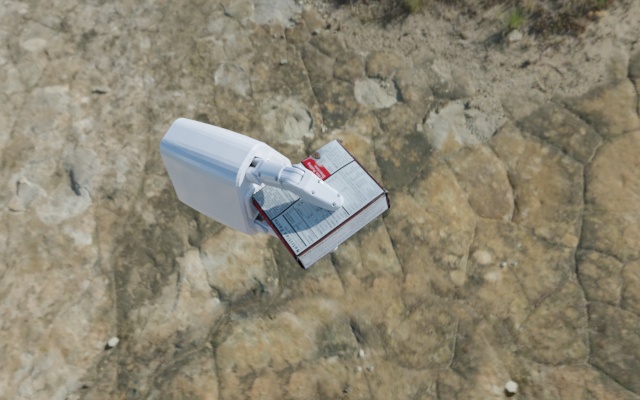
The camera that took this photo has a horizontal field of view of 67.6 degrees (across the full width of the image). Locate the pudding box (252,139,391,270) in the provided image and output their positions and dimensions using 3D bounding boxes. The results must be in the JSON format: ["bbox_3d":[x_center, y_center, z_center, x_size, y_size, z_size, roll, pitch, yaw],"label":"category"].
[{"bbox_3d":[0.000,0.001,0.487,0.113,0.090,0.039,-36,-28,-6],"label":"pudding box"}]
